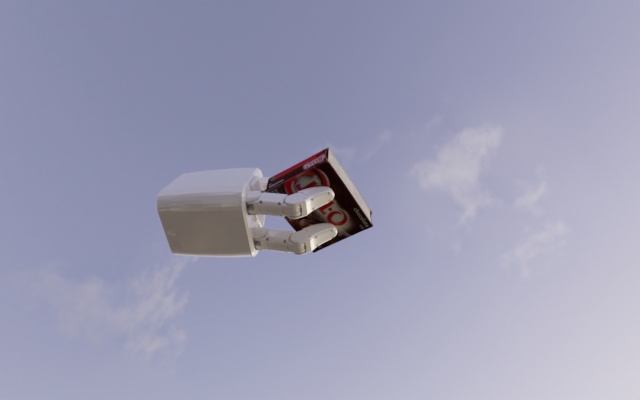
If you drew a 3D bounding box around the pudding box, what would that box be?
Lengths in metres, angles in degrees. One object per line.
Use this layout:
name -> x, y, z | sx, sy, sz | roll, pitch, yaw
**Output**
pudding box -> 0.000, 0.002, 0.592 | 0.090, 0.113, 0.039 | -26, 31, 21
